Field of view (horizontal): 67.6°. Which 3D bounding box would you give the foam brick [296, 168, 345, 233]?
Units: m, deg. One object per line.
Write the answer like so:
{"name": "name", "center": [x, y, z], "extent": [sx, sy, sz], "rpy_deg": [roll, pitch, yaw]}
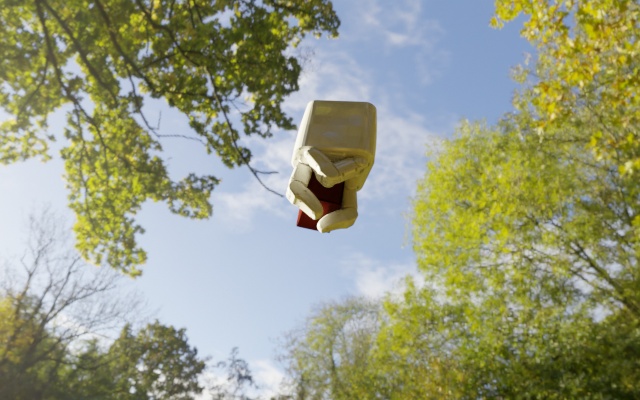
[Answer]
{"name": "foam brick", "center": [0.000, 0.002, 0.686], "extent": [0.053, 0.051, 0.078], "rpy_deg": [14, -37, -6]}
